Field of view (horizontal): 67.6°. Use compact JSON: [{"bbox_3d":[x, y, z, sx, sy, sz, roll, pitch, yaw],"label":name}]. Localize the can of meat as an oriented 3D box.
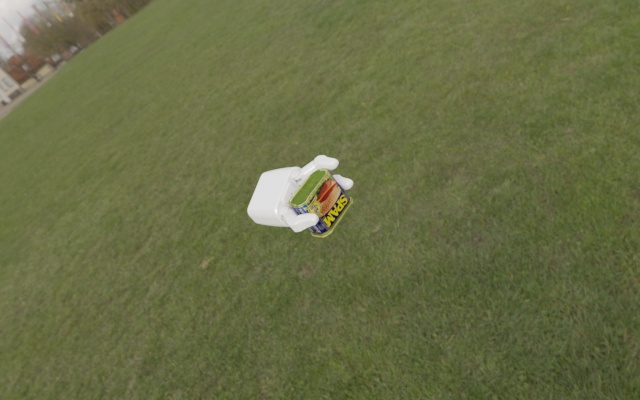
[{"bbox_3d":[0.000,0.003,0.891,0.057,0.102,0.084,3,-41,51],"label":"can of meat"}]
